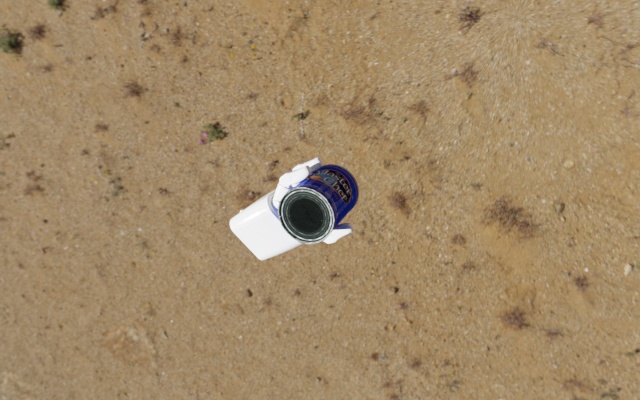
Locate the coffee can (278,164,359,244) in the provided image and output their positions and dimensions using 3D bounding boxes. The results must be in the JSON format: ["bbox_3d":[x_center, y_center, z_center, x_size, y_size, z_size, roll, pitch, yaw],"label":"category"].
[{"bbox_3d":[0.000,0.003,0.853,0.103,0.103,0.140,0,20,22],"label":"coffee can"}]
